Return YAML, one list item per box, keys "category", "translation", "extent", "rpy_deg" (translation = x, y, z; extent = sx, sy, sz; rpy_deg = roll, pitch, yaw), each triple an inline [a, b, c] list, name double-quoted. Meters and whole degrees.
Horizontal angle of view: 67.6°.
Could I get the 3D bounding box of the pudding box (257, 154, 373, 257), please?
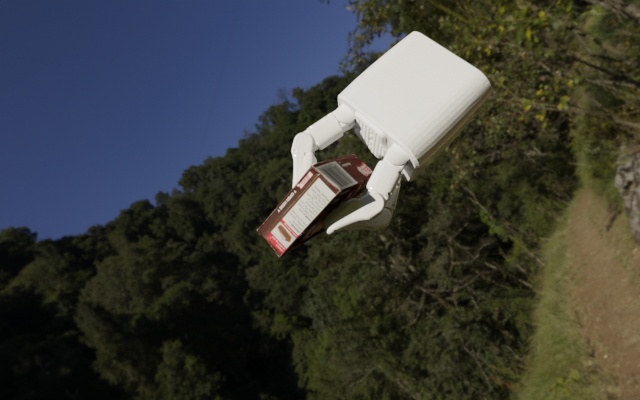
- category: "pudding box"
  translation: [0.000, 0.001, 0.470]
  extent: [0.090, 0.039, 0.113]
  rpy_deg: [-49, -13, 23]
